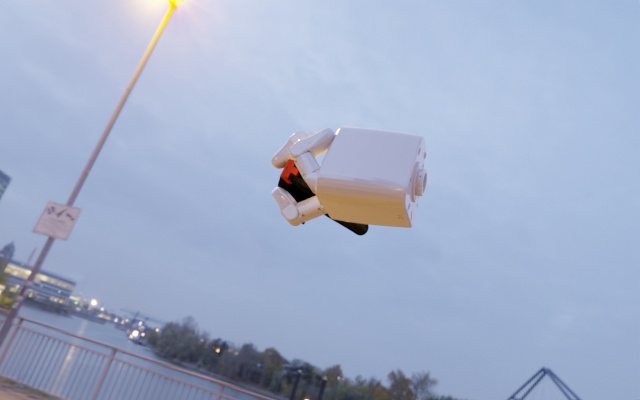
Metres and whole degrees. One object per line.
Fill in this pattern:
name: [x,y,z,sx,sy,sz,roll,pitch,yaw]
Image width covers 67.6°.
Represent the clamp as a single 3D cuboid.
clamp: [0.000,0.002,0.669,0.120,0.039,0.171,7,-22,20]
